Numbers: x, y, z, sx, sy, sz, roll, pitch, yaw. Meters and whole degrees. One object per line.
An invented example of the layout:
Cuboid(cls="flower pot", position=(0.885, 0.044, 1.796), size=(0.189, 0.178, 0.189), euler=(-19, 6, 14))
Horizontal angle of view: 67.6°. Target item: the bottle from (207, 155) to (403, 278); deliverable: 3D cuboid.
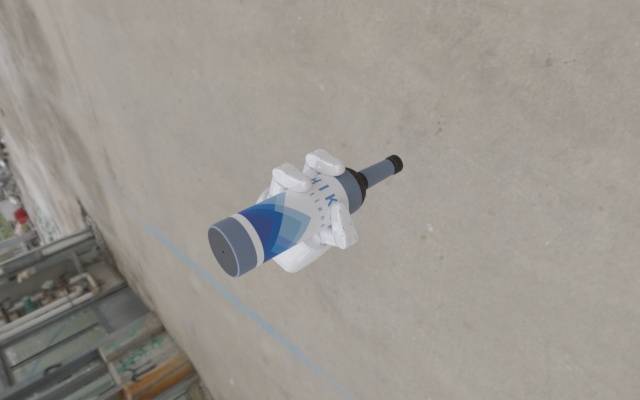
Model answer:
Cuboid(cls="bottle", position=(0.000, 0.002, 0.617), size=(0.295, 0.069, 0.069), euler=(-27, 15, -32))
